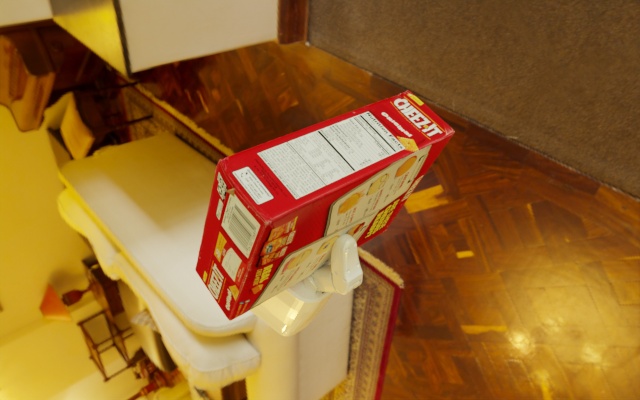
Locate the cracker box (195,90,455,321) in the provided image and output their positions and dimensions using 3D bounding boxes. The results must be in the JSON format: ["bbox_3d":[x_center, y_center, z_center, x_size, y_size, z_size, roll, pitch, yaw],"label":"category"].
[{"bbox_3d":[0.000,0.002,0.438,0.213,0.072,0.164,-26,-24,-34],"label":"cracker box"}]
